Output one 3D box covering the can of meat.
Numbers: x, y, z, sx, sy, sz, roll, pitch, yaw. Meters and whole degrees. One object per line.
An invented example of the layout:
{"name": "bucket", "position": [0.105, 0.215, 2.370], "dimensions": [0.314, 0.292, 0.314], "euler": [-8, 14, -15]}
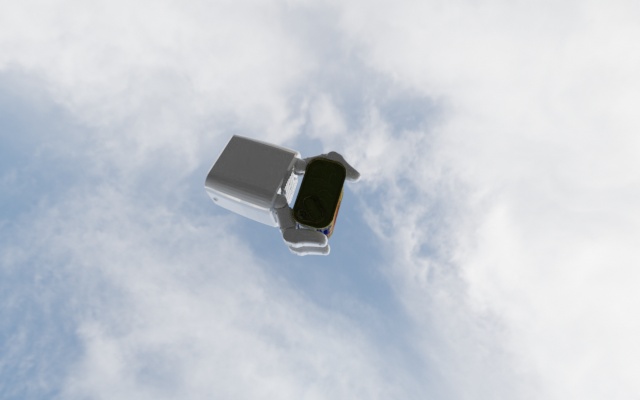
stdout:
{"name": "can of meat", "position": [0.000, 0.002, 0.689], "dimensions": [0.057, 0.102, 0.084], "euler": [15, -18, 7]}
